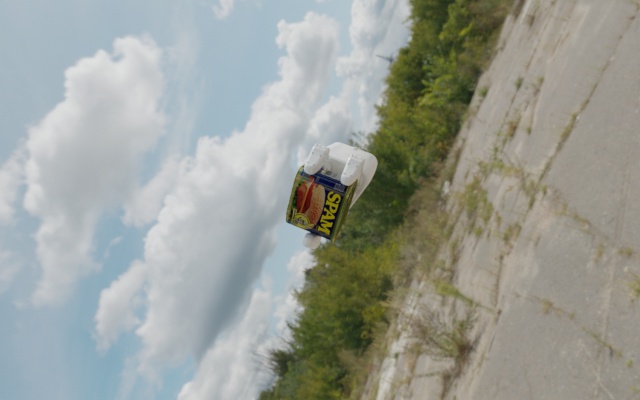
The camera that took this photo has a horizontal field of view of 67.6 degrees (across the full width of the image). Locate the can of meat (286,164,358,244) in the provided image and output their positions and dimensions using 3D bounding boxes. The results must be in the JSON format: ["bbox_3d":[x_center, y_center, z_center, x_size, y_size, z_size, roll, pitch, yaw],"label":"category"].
[{"bbox_3d":[0.000,0.002,0.719,0.084,0.102,0.057,21,27,10],"label":"can of meat"}]
